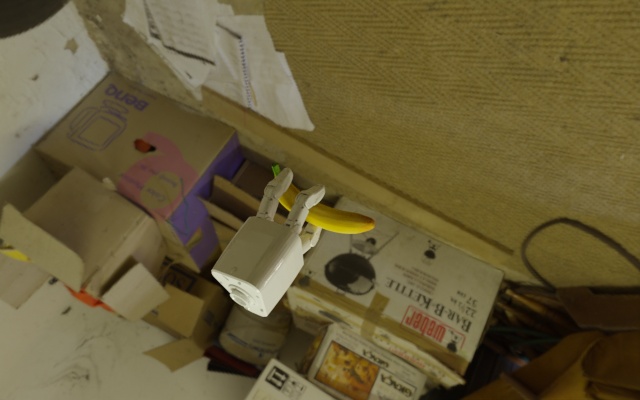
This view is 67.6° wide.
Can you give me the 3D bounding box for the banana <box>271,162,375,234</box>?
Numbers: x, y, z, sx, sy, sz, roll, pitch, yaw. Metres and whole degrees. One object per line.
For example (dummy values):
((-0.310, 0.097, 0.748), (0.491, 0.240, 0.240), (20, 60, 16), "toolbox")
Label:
((-0.006, 0.012, 0.786), (0.198, 0.037, 0.070), (29, -37, 12), "banana")
